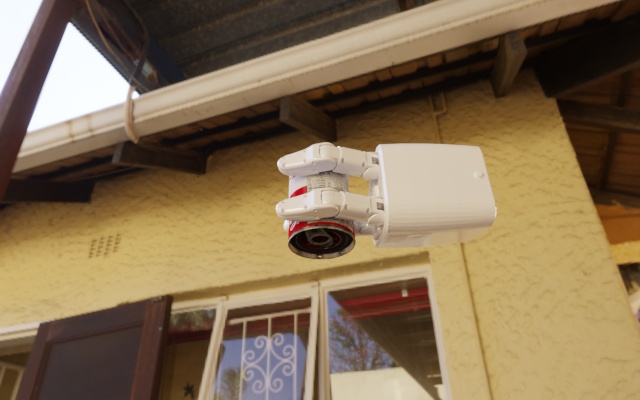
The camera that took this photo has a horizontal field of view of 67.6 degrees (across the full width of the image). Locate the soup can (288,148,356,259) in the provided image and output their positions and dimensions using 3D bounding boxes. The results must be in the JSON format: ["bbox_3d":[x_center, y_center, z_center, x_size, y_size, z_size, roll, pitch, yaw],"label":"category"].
[{"bbox_3d":[0.000,0.001,0.504,0.068,0.102,0.068,-1,-33,-1],"label":"soup can"}]
